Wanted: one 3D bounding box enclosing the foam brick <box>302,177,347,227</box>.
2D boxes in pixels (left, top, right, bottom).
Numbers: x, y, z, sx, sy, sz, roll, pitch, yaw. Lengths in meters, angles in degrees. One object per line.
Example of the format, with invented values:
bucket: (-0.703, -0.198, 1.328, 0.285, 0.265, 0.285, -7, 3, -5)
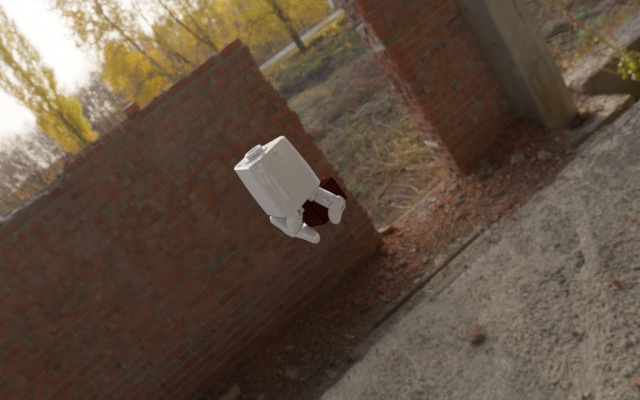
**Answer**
foam brick: (0.000, 0.003, 0.875, 0.053, 0.051, 0.078, -15, 28, 50)
